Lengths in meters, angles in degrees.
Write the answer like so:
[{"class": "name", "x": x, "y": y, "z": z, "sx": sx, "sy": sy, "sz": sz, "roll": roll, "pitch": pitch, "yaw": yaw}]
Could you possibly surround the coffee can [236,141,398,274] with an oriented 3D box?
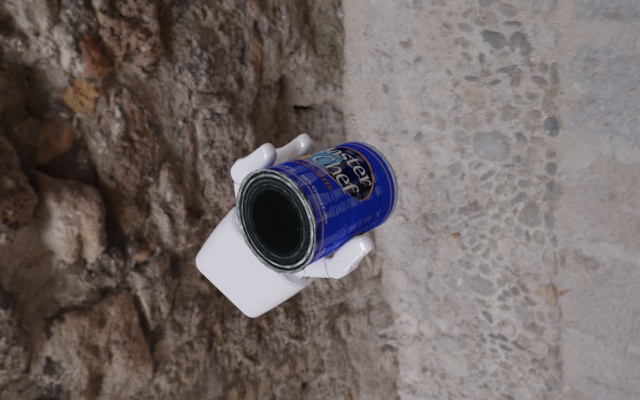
[{"class": "coffee can", "x": 0.000, "y": 0.002, "z": 0.489, "sx": 0.103, "sy": 0.103, "sz": 0.140, "roll": 0, "pitch": 16, "yaw": 41}]
